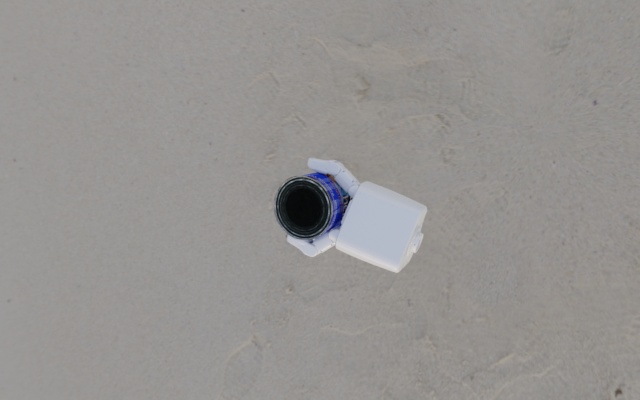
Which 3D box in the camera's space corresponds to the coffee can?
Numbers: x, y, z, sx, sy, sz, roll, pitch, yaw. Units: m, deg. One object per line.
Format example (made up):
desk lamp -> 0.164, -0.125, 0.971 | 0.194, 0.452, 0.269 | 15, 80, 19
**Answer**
coffee can -> 0.000, 0.002, 0.801 | 0.103, 0.103, 0.140 | 0, 8, 24
